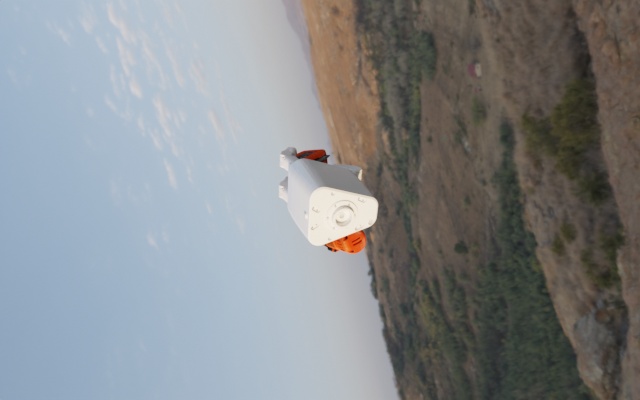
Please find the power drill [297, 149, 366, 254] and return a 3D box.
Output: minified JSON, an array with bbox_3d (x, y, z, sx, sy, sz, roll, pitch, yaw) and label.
[{"bbox_3d":[0.000,0.002,0.860,0.057,0.188,0.184,-30,14,-20],"label":"power drill"}]
